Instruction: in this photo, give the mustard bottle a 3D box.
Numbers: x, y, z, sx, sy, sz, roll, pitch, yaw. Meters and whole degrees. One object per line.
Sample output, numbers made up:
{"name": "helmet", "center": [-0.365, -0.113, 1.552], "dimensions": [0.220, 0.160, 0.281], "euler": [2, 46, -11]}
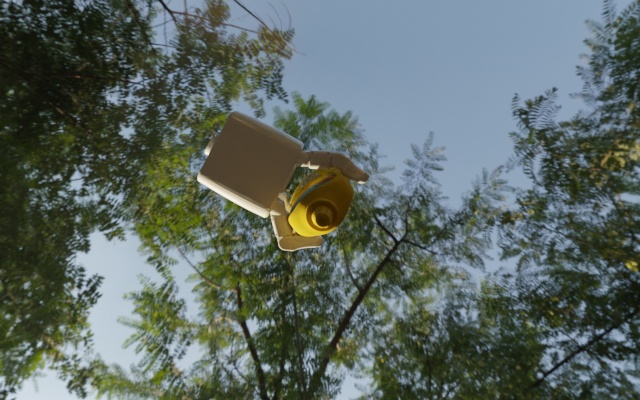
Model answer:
{"name": "mustard bottle", "center": [0.000, 0.002, 0.651], "dimensions": [0.096, 0.058, 0.191], "euler": [-37, 10, 7]}
